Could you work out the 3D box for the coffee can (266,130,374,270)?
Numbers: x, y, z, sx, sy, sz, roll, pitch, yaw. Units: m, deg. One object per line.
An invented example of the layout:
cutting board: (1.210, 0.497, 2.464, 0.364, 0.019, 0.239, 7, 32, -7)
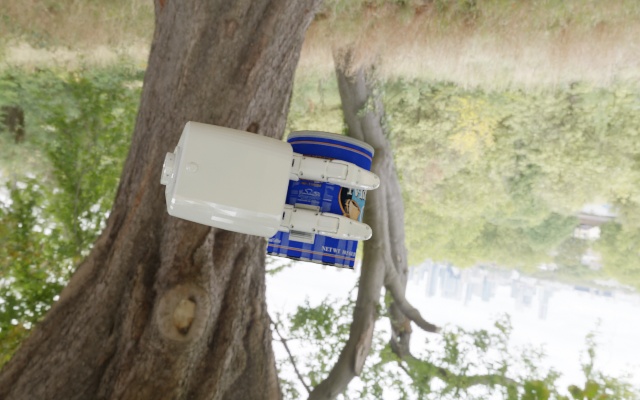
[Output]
coffee can: (0.000, 0.002, 0.549, 0.103, 0.140, 0.103, 10, -7, 1)
